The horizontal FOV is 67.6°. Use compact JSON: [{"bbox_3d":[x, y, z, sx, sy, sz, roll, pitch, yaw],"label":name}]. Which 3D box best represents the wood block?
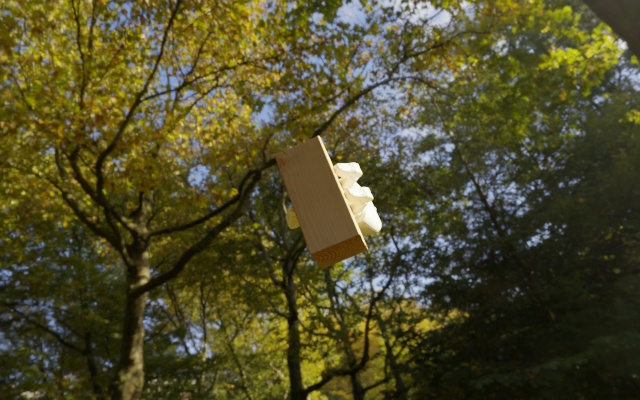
[{"bbox_3d":[0.000,0.003,0.853,0.091,0.206,0.090,-24,-27,4],"label":"wood block"}]
